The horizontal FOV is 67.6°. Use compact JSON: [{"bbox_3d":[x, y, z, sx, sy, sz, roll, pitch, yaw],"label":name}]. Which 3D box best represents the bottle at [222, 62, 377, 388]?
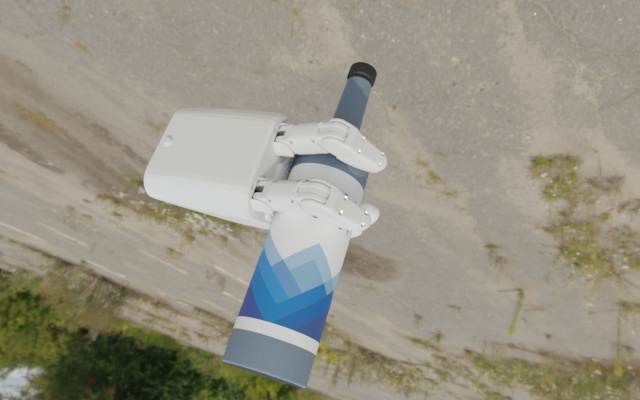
[{"bbox_3d":[0.000,0.002,0.413,0.069,0.295,0.069,15,-23,7],"label":"bottle"}]
